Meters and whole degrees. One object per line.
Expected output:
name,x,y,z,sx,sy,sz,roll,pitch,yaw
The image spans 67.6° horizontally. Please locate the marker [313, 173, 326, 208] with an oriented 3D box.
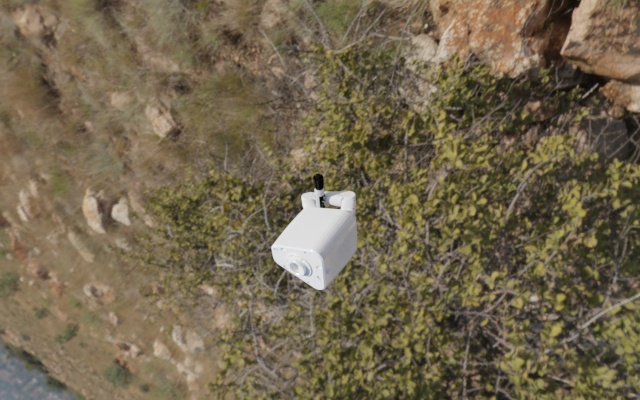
marker,0.000,0.003,0.853,0.020,0.121,0.020,-3,39,3
